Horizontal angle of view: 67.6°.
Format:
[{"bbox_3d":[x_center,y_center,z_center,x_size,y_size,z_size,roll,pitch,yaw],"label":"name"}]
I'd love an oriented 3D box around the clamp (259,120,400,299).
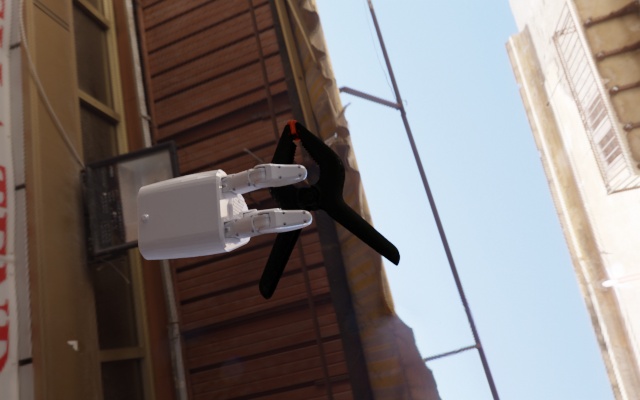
[{"bbox_3d":[0.000,0.002,0.567,0.164,0.210,0.036,-8,-16,5],"label":"clamp"}]
